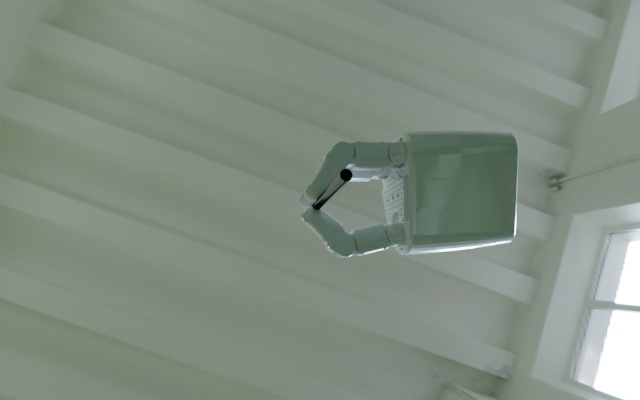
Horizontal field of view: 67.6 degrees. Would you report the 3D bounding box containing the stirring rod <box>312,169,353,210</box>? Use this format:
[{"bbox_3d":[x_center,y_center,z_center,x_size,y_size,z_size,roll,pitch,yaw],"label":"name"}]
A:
[{"bbox_3d":[0.000,0.001,0.412,0.011,0.011,0.239,0,-8,-8],"label":"stirring rod"}]
